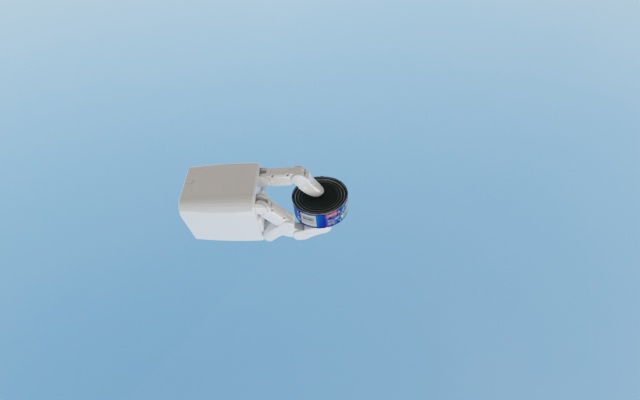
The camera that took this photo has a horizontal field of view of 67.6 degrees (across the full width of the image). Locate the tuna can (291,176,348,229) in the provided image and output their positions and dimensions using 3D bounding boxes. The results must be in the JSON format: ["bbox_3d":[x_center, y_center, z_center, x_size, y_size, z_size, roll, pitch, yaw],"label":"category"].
[{"bbox_3d":[0.000,0.003,0.731,0.086,0.034,0.086,-4,43,3],"label":"tuna can"}]
